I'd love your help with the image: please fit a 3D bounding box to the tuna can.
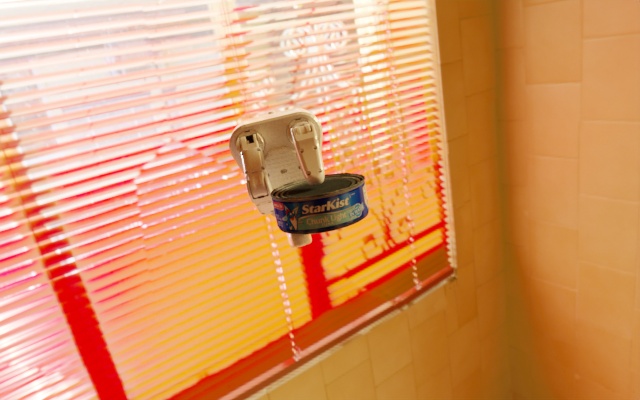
[{"bbox_3d":[0.000,0.002,0.430,0.086,0.034,0.086,-10,13,2],"label":"tuna can"}]
